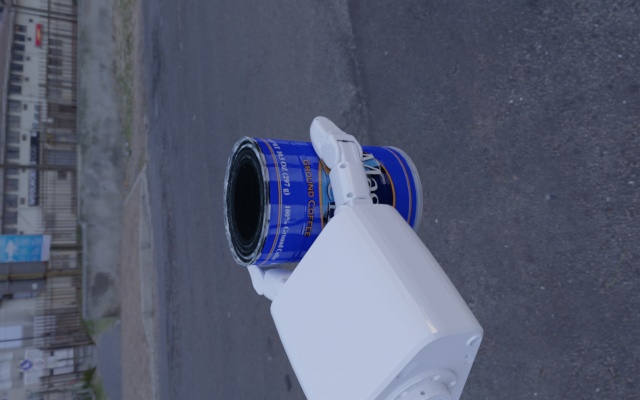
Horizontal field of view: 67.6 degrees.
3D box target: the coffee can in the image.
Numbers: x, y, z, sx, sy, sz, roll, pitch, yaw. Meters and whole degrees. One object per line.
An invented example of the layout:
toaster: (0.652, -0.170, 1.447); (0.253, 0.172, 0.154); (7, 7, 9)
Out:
coffee can: (0.000, 0.001, 0.407); (0.140, 0.103, 0.103); (0, 0, -28)
